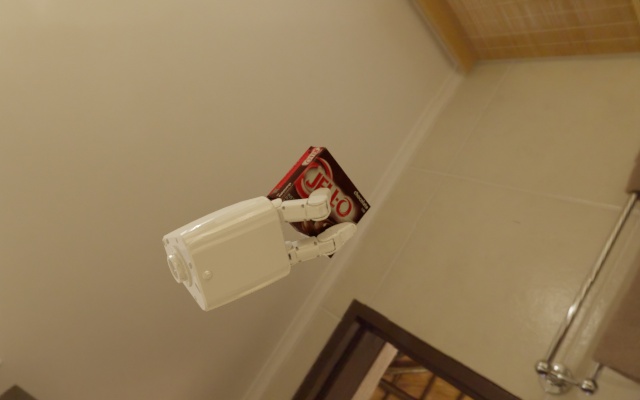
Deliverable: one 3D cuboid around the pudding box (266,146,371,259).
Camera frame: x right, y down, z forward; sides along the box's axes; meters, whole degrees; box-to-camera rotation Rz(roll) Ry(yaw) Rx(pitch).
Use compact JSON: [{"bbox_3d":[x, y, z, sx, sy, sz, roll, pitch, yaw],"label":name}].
[{"bbox_3d":[0.000,0.002,0.595,0.039,0.090,0.113,18,-27,52],"label":"pudding box"}]
